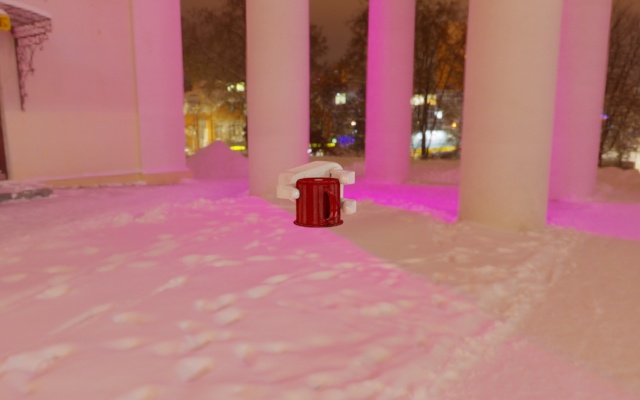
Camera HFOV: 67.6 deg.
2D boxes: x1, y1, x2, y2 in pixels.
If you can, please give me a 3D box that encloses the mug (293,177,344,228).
[{"bbox_3d":[0.001,0.003,0.860,0.093,0.081,0.117,-4,9,-20],"label":"mug"}]
